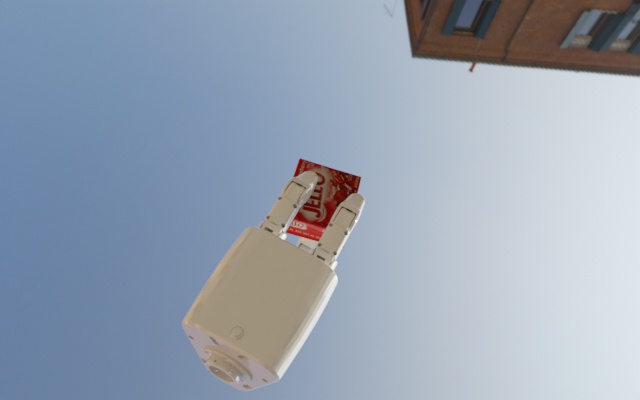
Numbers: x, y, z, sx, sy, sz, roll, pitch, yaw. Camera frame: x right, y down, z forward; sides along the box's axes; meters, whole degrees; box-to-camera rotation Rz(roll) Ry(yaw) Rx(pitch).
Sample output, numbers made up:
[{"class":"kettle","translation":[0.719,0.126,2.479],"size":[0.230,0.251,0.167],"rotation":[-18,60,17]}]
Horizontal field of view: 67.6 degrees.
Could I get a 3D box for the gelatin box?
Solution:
[{"class":"gelatin box","translation":[0.000,0.002,0.514],"size":[0.073,0.089,0.030],"rotation":[17,-42,0]}]
